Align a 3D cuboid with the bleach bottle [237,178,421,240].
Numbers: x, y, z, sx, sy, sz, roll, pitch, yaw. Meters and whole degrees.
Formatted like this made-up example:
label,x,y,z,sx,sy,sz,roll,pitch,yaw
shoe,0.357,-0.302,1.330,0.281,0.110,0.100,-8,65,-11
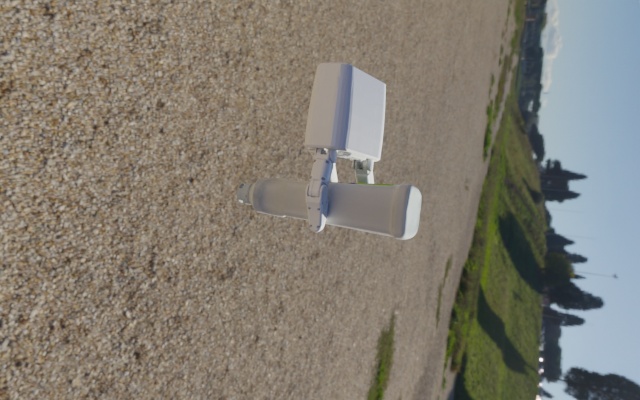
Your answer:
label,x,y,z,sx,sy,sz,roll,pitch,yaw
bleach bottle,0.000,0.002,0.634,0.251,0.068,0.102,7,-1,21
